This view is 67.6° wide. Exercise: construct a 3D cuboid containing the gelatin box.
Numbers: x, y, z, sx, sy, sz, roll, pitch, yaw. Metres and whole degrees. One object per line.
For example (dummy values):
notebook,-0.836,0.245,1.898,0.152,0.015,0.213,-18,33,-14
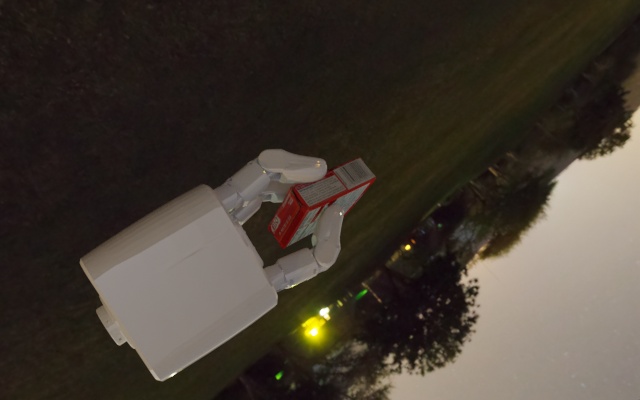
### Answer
gelatin box,0.001,0.002,0.453,0.089,0.030,0.073,-25,-18,-34
